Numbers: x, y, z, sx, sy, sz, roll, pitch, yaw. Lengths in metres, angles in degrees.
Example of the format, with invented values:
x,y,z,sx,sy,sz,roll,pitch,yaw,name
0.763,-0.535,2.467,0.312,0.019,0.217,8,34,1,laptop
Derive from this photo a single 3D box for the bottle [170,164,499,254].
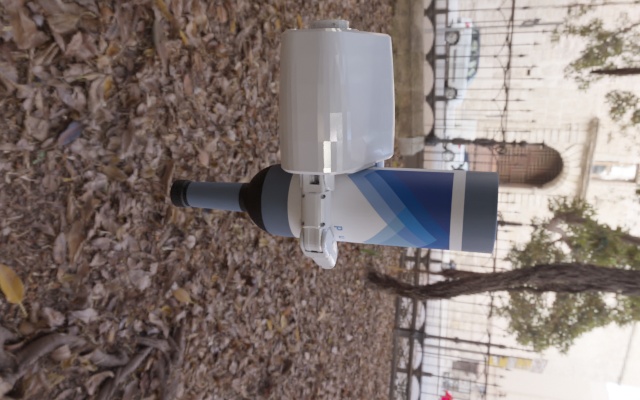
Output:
x,y,z,sx,sy,sz,roll,pitch,yaw,name
0.000,0.002,0.427,0.295,0.069,0.069,4,1,17,bottle
